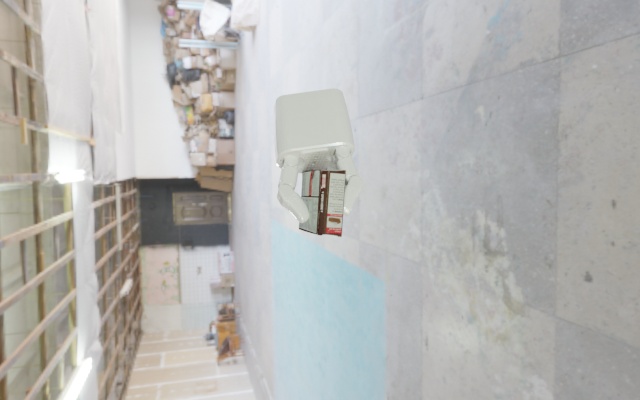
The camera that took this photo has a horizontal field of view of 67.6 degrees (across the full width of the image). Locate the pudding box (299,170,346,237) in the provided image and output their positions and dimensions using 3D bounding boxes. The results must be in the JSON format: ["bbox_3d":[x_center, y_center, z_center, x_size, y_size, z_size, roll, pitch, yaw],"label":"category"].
[{"bbox_3d":[0.000,0.002,0.675,0.039,0.090,0.113,3,1,-14],"label":"pudding box"}]
